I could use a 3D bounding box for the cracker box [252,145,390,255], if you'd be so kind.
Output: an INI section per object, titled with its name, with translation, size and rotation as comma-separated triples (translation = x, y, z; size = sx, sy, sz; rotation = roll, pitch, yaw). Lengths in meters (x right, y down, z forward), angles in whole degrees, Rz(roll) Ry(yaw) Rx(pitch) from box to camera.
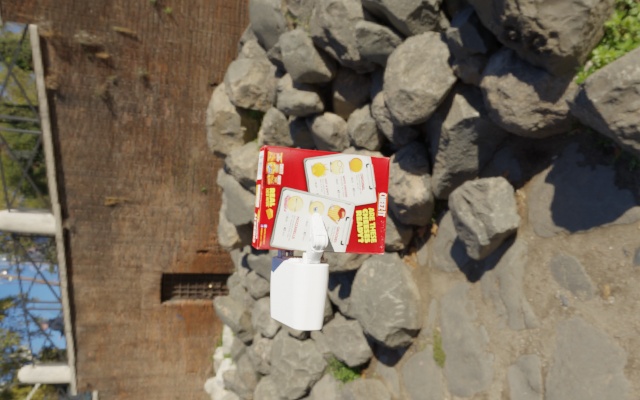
[cracker box]
translation = 0.000, 0.003, 0.793
size = 0.214, 0.164, 0.072
rotation = 4, 0, -16
